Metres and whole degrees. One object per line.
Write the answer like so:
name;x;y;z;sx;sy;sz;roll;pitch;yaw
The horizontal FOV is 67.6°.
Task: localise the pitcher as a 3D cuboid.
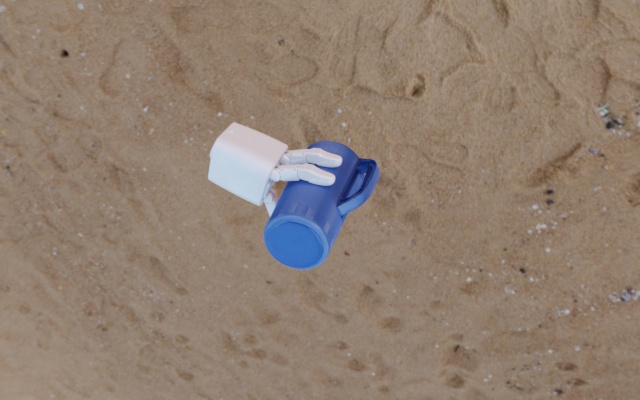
pitcher;0.000;0.003;0.828;0.145;0.149;0.242;27;36;-1
